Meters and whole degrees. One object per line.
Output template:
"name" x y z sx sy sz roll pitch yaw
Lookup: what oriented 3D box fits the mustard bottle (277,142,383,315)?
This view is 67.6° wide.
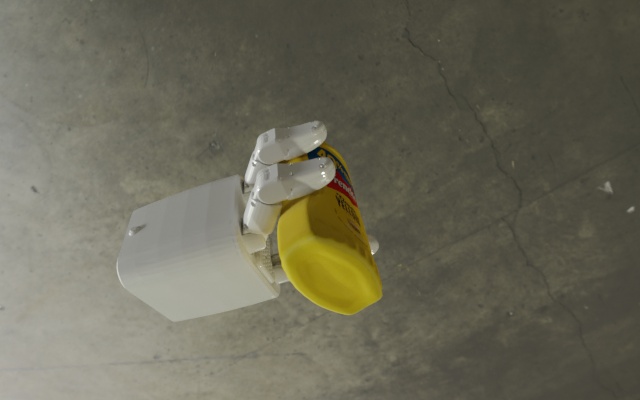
"mustard bottle" 0.000 0.001 0.424 0.058 0.191 0.096 -35 -56 18
